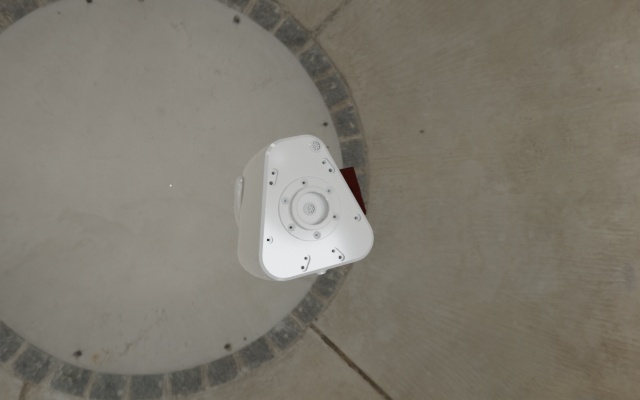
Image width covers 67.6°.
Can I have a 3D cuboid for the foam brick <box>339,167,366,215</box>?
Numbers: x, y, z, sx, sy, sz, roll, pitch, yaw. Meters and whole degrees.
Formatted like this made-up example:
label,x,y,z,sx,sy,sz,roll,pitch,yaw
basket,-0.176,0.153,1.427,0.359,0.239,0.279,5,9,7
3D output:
label,x,y,z,sx,sy,sz,roll,pitch,yaw
foam brick,0.000,0.001,0.499,0.078,0.053,0.051,-13,-7,-17
